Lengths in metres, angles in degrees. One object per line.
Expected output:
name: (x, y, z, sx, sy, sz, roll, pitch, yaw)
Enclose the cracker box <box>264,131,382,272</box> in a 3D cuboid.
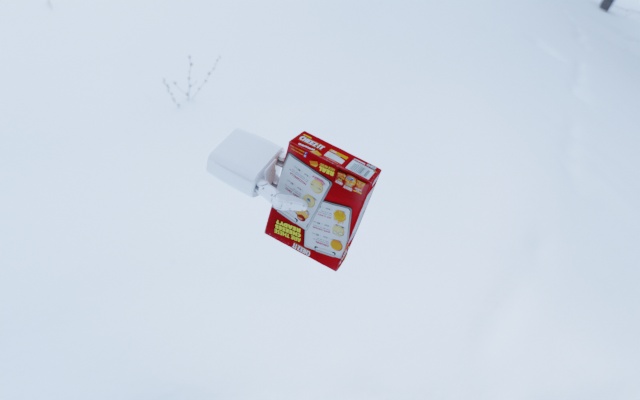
cracker box: (0.000, 0.003, 0.886, 0.164, 0.214, 0.072, 27, 36, 12)
